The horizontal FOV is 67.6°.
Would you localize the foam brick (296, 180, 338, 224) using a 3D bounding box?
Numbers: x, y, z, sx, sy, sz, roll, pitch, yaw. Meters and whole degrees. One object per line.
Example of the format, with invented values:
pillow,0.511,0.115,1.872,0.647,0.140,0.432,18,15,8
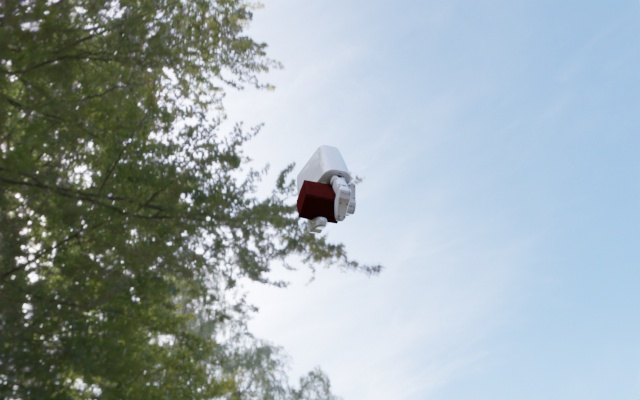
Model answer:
foam brick,0.000,0.003,0.875,0.078,0.053,0.051,11,33,-18
